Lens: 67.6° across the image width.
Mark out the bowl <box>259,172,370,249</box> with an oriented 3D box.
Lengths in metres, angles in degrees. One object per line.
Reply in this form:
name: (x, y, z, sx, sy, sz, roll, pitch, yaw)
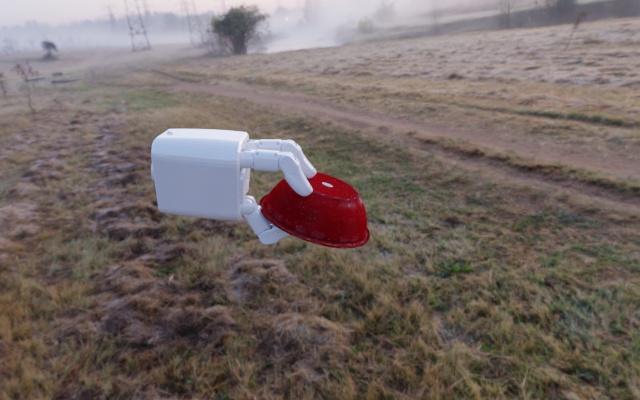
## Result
bowl: (0.001, 0.002, 0.655, 0.162, 0.055, 0.162, 17, 19, -6)
